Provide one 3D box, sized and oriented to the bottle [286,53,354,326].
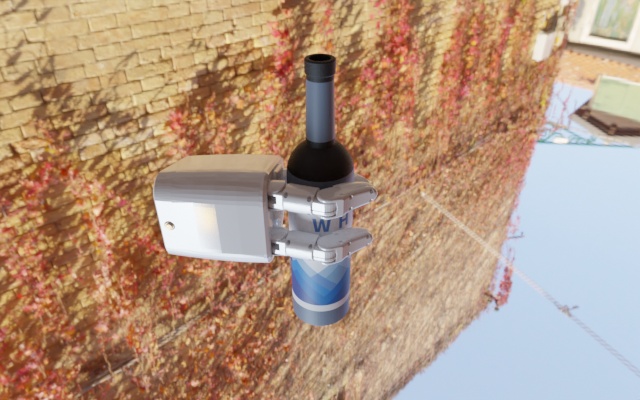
[{"bbox_3d":[0.000,0.002,0.487,0.069,0.296,0.069,0,34,0],"label":"bottle"}]
